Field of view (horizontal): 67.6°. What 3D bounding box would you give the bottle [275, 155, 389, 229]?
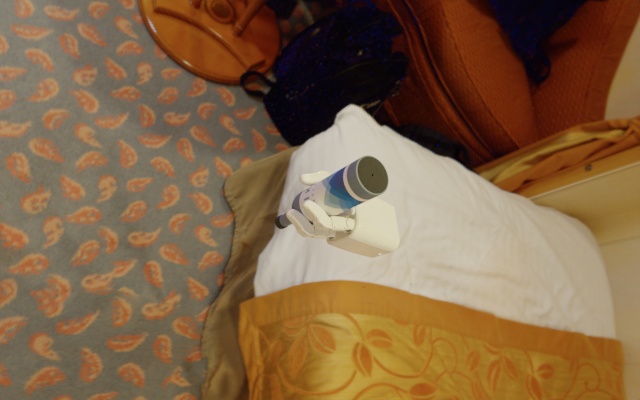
[{"bbox_3d":[0.000,0.003,0.860,0.069,0.069,0.296,0,-17,-36],"label":"bottle"}]
